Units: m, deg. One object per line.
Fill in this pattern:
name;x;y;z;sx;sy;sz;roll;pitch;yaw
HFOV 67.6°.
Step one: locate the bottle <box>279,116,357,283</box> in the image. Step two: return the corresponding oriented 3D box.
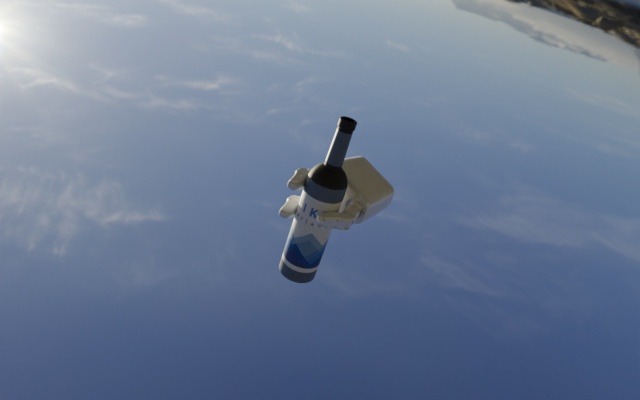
bottle;0.000;0.003;0.782;0.069;0.296;0.069;15;28;-8
